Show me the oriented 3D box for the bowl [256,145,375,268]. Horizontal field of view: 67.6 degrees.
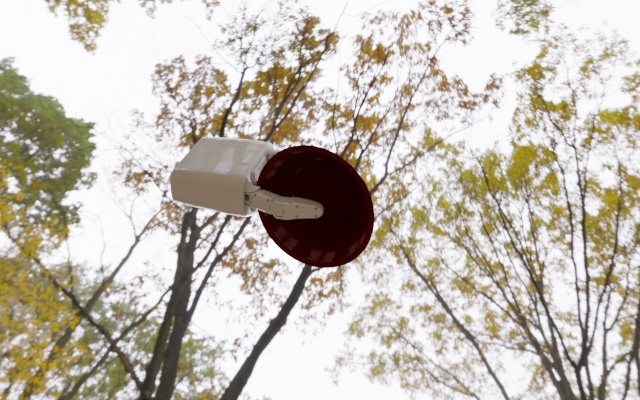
[{"bbox_3d":[0.001,0.002,0.606,0.162,0.162,0.055,0,20,27],"label":"bowl"}]
